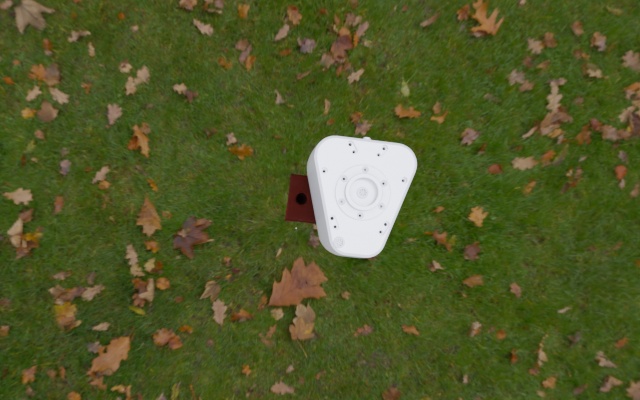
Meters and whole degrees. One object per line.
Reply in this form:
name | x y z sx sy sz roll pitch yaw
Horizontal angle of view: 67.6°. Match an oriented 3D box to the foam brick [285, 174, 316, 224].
foam brick | 0.000 0.002 0.546 0.078 0.053 0.051 6 -3 -2
